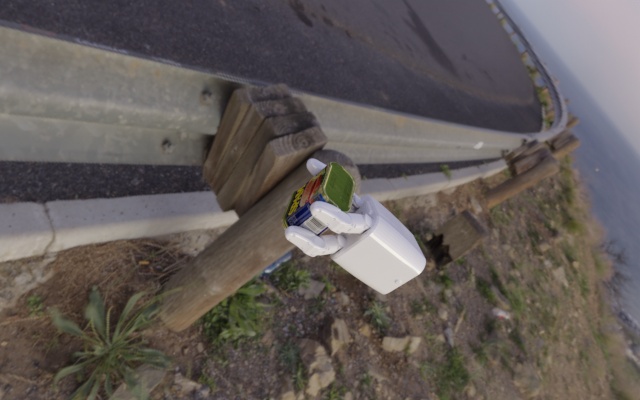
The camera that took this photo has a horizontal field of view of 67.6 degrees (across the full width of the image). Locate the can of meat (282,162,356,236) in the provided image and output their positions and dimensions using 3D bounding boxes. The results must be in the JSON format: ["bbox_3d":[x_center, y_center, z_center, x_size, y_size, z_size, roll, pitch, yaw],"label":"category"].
[{"bbox_3d":[0.000,0.002,0.675,0.084,0.057,0.102,-39,19,31],"label":"can of meat"}]
